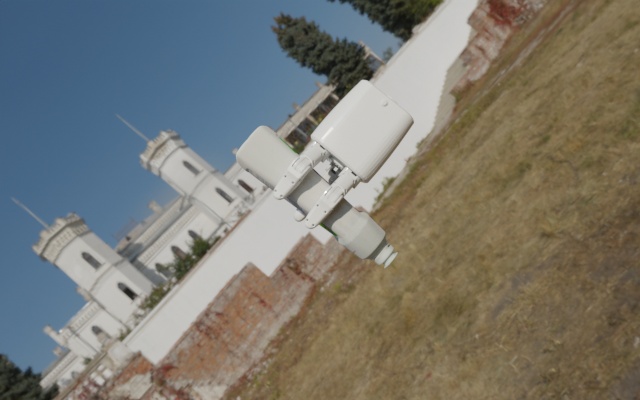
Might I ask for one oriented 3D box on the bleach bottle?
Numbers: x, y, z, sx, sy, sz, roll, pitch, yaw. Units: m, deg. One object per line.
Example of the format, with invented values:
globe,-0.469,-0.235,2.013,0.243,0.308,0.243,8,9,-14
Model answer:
bleach bottle,0.000,0.002,0.665,0.251,0.068,0.102,40,-2,4
